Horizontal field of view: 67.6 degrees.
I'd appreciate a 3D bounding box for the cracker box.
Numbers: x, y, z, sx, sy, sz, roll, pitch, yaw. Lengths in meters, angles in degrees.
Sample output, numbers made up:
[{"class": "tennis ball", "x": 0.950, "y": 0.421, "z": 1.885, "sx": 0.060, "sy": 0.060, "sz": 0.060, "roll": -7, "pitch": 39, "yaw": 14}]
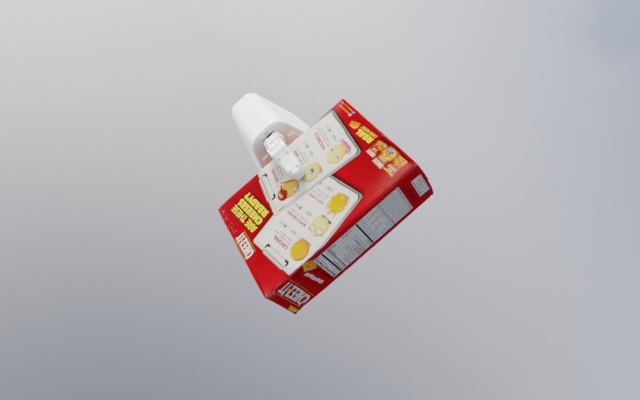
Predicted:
[{"class": "cracker box", "x": 0.000, "y": 0.002, "z": 0.568, "sx": 0.072, "sy": 0.214, "sz": 0.164, "roll": 44, "pitch": 5, "yaw": -46}]
